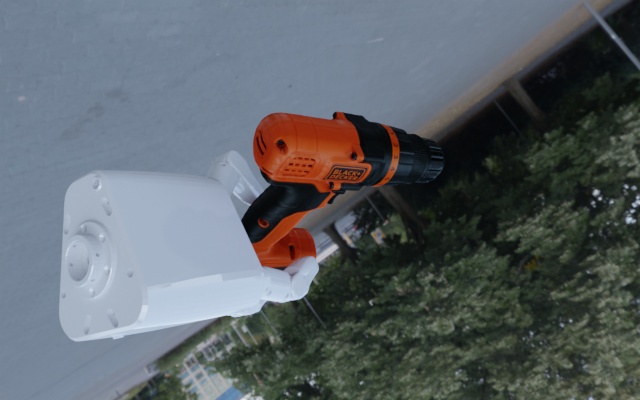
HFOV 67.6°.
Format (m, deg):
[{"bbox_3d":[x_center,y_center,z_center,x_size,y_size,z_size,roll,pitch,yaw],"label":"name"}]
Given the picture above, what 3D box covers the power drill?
[{"bbox_3d":[0.000,0.002,0.430,0.184,0.057,0.188,4,-40,-34],"label":"power drill"}]
